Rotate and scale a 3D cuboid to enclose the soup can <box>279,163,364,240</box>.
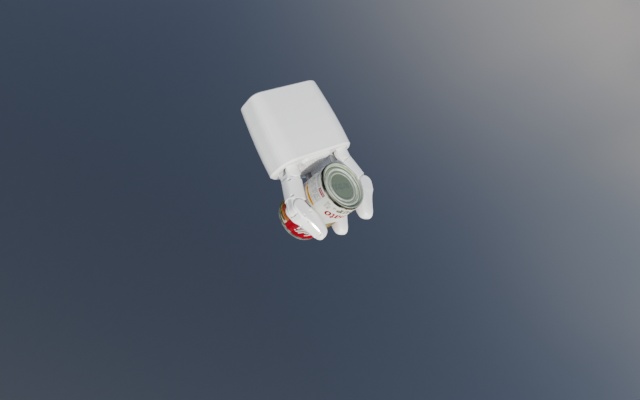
[{"bbox_3d":[0.000,0.002,0.632,0.068,0.068,0.102,0,-25,-40],"label":"soup can"}]
